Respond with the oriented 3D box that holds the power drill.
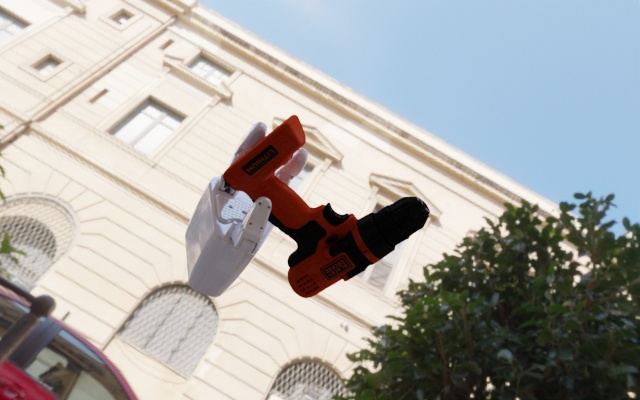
[{"bbox_3d":[0.000,0.001,0.527,0.184,0.188,0.057,-35,11,17],"label":"power drill"}]
